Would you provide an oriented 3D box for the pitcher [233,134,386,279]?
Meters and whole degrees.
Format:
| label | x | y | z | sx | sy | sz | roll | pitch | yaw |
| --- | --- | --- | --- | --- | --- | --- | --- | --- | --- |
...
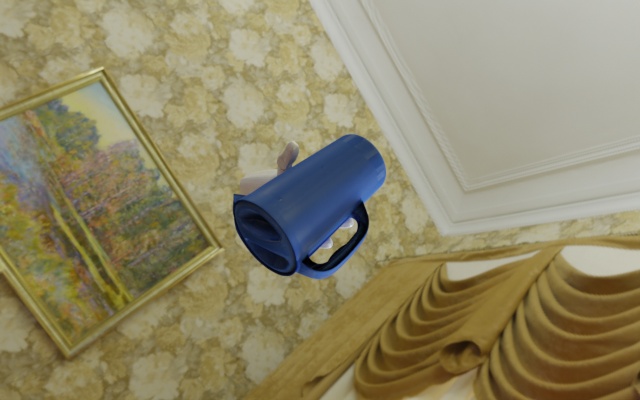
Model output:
| label | x | y | z | sx | sy | sz | roll | pitch | yaw |
| --- | --- | --- | --- | --- | --- | --- | --- | --- | --- |
| pitcher | 0.000 | 0.002 | 0.740 | 0.242 | 0.149 | 0.145 | -38 | 23 | -32 |
